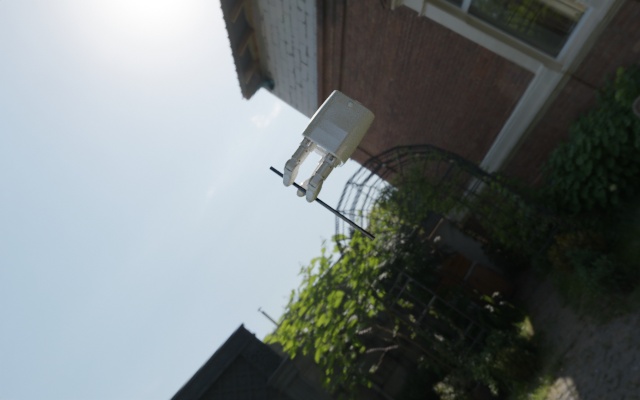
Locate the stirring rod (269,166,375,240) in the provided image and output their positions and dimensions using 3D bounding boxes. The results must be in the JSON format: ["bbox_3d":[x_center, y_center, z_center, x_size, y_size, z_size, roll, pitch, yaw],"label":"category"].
[{"bbox_3d":[0.000,0.003,0.885,0.239,0.011,0.011,34,10,14],"label":"stirring rod"}]
